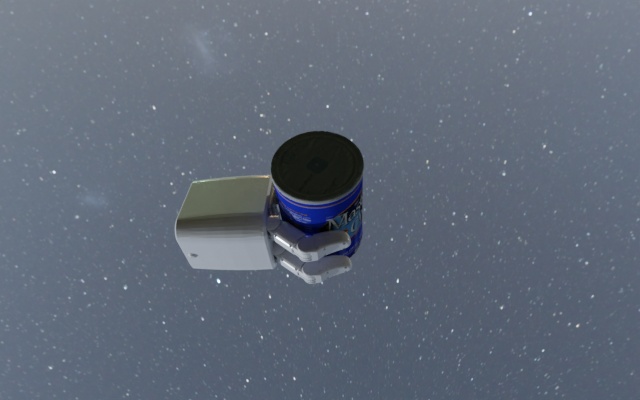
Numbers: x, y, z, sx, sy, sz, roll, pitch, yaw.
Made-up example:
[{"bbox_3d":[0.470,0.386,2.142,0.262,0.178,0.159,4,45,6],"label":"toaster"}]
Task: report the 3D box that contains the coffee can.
[{"bbox_3d":[0.000,0.002,0.575,0.103,0.102,0.140,0,-37,4],"label":"coffee can"}]
